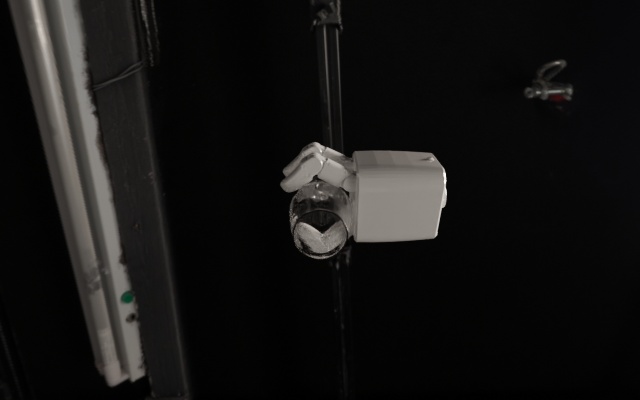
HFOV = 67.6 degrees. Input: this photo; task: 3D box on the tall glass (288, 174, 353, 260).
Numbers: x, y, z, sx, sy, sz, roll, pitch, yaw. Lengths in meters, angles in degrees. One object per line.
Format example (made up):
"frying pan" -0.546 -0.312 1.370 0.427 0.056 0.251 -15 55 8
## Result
"tall glass" 0.000 0.002 0.615 0.079 0.079 0.201 0 22 0
